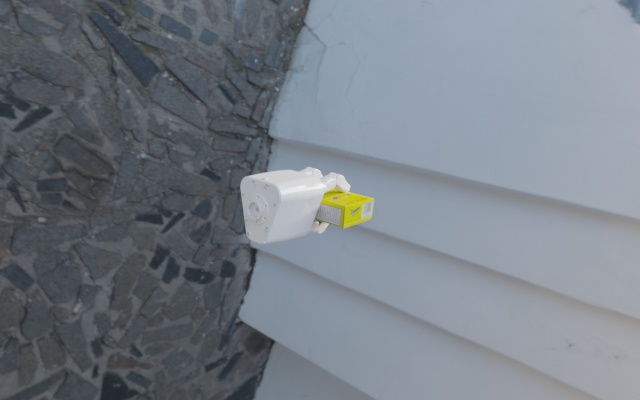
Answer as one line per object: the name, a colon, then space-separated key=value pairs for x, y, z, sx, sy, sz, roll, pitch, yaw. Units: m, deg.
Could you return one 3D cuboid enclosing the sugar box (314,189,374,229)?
sugar box: x=0.000 y=0.002 z=0.881 sx=0.176 sy=0.048 sz=0.093 roll=18 pitch=20 yaw=35
